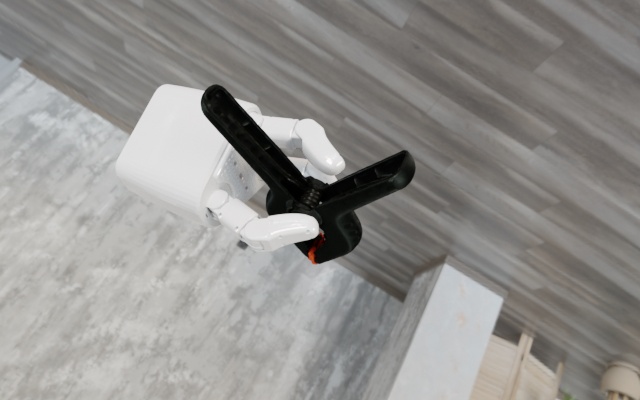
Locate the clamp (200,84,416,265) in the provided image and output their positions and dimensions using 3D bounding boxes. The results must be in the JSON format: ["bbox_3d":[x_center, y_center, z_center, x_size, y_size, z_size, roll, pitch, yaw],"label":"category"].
[{"bbox_3d":[0.000,0.002,0.401,0.164,0.036,0.210,19,-29,23],"label":"clamp"}]
